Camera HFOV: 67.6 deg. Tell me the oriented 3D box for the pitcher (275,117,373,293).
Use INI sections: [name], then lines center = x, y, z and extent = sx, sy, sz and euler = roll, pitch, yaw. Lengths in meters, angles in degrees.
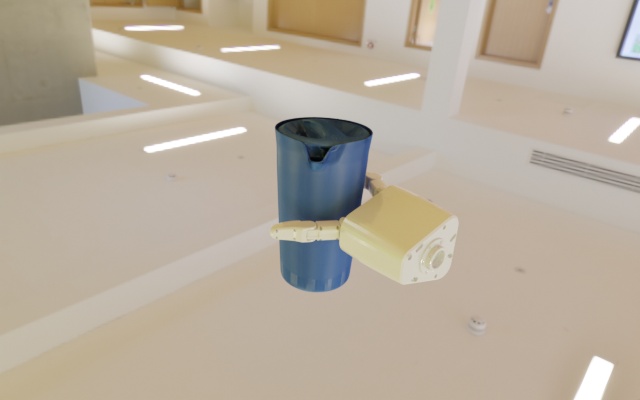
[pitcher]
center = 0.000, 0.002, 0.704
extent = 0.149, 0.243, 0.145
euler = -16, 31, -37
